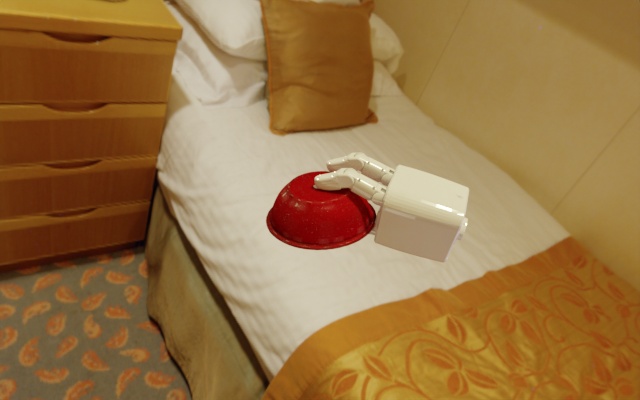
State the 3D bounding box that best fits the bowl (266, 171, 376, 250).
[{"bbox_3d":[-0.001,0.002,0.686,0.162,0.055,0.162,-2,31,1],"label":"bowl"}]
